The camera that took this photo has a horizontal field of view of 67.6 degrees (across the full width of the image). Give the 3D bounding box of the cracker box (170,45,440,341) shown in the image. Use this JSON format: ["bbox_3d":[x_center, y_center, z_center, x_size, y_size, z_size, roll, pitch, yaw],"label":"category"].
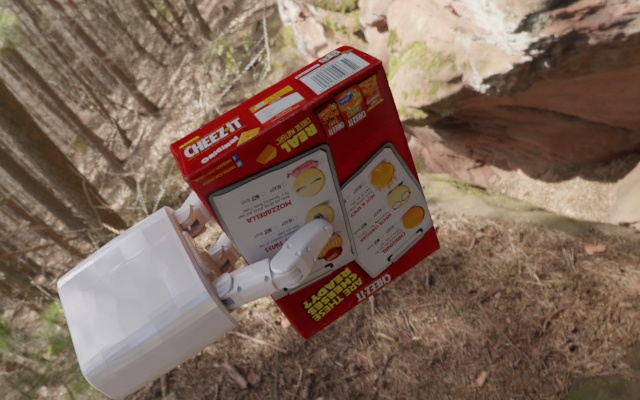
[{"bbox_3d":[0.000,0.001,0.418,0.164,0.214,0.072,-33,39,-7],"label":"cracker box"}]
